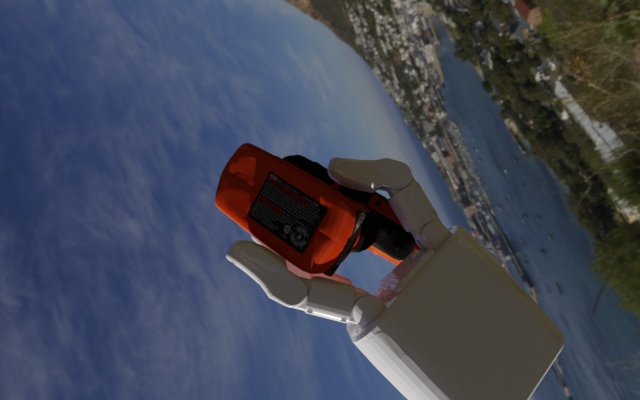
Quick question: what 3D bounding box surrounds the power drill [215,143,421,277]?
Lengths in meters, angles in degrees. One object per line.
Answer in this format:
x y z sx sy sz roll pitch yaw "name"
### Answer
0.000 0.001 0.402 0.184 0.057 0.187 30 11 25 "power drill"
